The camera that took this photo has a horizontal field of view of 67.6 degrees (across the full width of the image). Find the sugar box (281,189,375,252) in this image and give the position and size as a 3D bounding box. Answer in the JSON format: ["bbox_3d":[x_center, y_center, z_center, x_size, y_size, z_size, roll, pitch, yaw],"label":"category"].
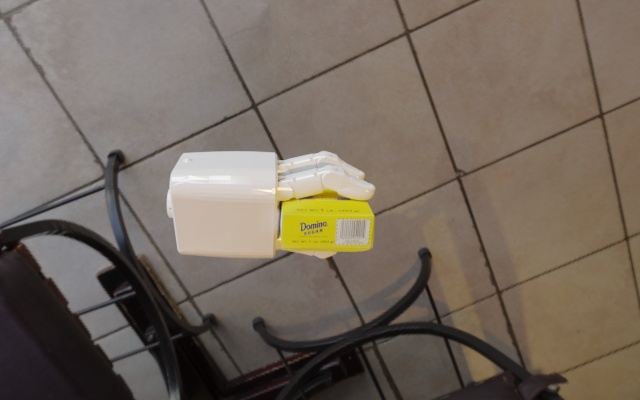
[{"bbox_3d":[0.000,0.001,0.546,0.093,0.048,0.176,2,22,-7],"label":"sugar box"}]
